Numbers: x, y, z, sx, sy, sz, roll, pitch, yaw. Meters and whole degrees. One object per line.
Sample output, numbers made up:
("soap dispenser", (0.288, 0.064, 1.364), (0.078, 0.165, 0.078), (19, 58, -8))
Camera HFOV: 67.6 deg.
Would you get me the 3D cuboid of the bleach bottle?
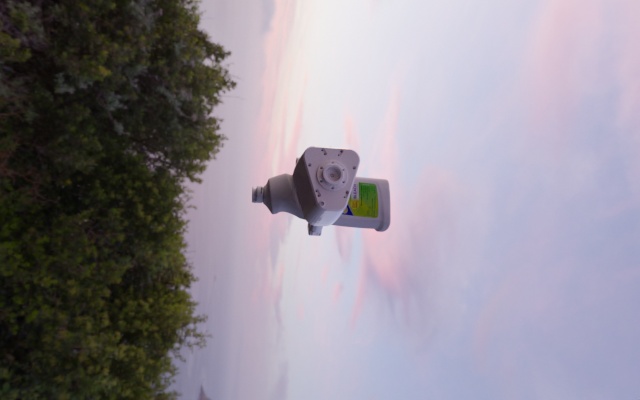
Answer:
("bleach bottle", (0.000, 0.003, 0.880), (0.251, 0.102, 0.068), (2, -13, -10))
